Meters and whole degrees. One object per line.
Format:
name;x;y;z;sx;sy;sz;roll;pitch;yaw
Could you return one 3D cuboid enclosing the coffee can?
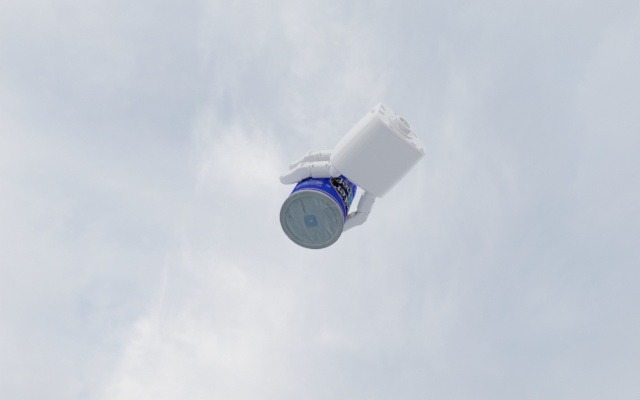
coffee can;0.000;0.003;0.798;0.103;0.103;0.140;0;25;14
